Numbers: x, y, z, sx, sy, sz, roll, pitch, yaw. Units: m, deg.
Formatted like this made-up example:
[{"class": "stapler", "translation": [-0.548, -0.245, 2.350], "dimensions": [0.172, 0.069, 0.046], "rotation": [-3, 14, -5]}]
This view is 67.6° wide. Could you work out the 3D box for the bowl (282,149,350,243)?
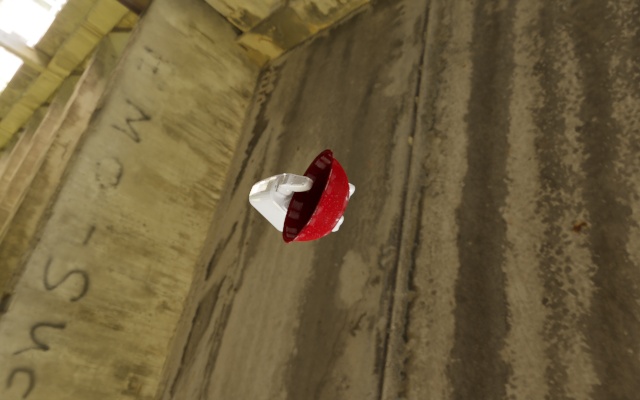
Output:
[{"class": "bowl", "translation": [0.001, 0.003, 0.755], "dimensions": [0.055, 0.162, 0.162], "rotation": [25, -8, -16]}]
